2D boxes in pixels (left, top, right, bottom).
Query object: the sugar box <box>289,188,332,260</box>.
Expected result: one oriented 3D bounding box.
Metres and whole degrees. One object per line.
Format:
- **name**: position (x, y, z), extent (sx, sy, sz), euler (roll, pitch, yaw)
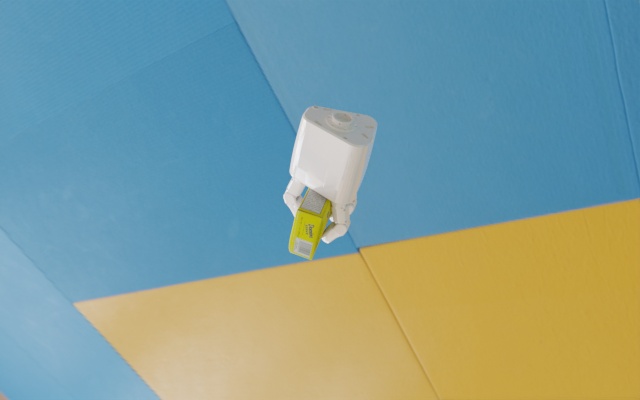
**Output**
- **sugar box**: position (0.001, 0.003, 0.777), extent (0.048, 0.093, 0.176), euler (20, 40, 7)
